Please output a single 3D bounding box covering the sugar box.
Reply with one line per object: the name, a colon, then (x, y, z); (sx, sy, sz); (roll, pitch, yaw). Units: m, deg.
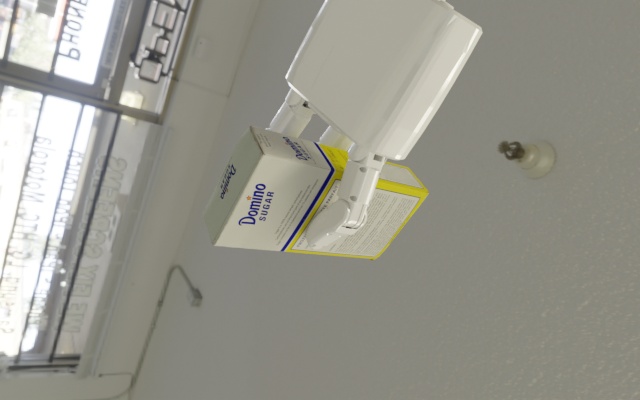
sugar box: (0.000, 0.001, 0.409); (0.176, 0.093, 0.048); (12, 33, -35)
